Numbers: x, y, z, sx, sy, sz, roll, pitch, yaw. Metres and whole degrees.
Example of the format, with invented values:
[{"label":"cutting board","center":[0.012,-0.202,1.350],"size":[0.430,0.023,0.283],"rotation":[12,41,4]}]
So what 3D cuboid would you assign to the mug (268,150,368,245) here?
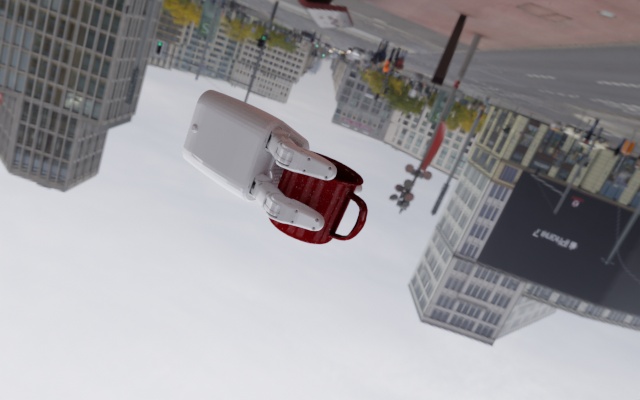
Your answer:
[{"label":"mug","center":[0.001,0.003,0.535],"size":[0.117,0.081,0.093],"rotation":[31,19,24]}]
